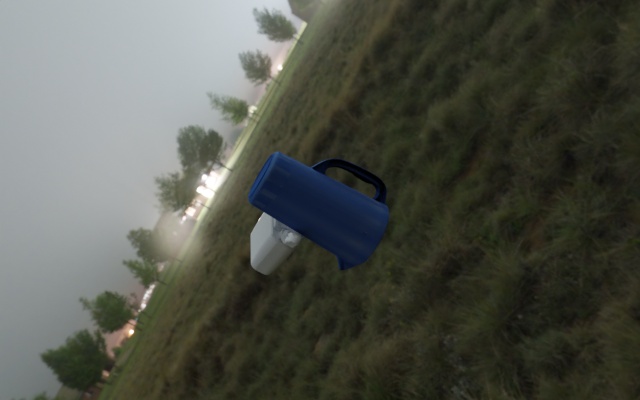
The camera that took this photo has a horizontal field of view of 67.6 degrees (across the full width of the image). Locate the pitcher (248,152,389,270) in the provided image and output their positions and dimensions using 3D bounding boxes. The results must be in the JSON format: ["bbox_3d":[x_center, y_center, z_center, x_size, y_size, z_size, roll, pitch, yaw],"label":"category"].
[{"bbox_3d":[0.000,0.003,0.884,0.243,0.149,0.145,29,-50,-13],"label":"pitcher"}]
